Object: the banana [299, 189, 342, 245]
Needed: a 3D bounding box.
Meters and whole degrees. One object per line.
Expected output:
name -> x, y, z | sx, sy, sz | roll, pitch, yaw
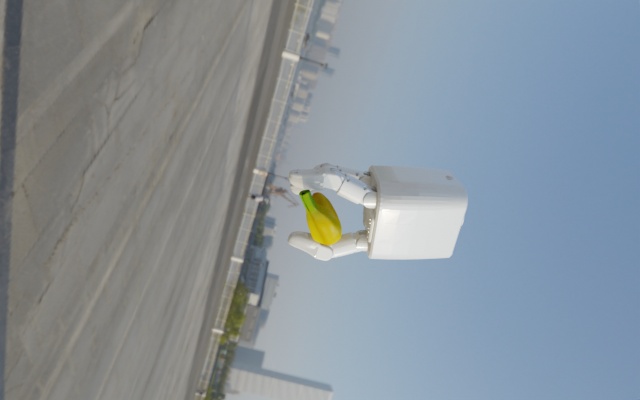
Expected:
banana -> 0.004, 0.020, 0.595 | 0.037, 0.069, 0.198 | -13, -1, 1
